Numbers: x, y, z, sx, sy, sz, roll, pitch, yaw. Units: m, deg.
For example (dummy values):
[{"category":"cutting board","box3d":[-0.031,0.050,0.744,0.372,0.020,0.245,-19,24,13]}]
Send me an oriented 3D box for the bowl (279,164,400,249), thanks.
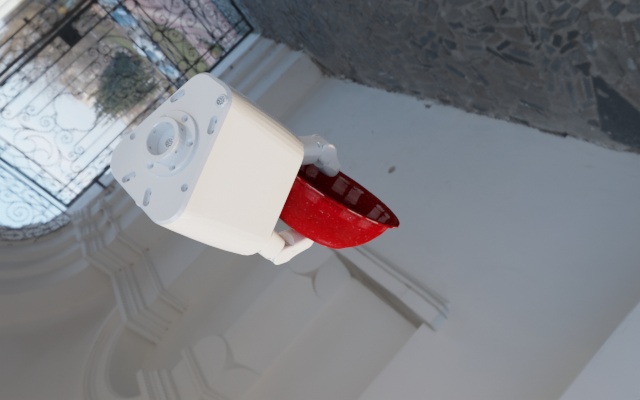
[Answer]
[{"category":"bowl","box3d":[0.001,0.002,0.497,0.162,0.055,0.162,30,13,-8]}]
